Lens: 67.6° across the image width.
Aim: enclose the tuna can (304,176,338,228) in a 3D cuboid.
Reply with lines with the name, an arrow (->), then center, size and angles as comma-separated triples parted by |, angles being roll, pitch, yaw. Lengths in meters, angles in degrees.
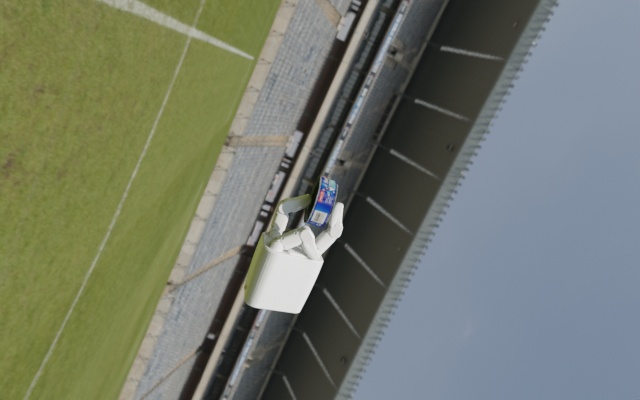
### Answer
tuna can -> 0.001, 0.003, 0.824 | 0.034, 0.086, 0.086 | 17, -3, -9
